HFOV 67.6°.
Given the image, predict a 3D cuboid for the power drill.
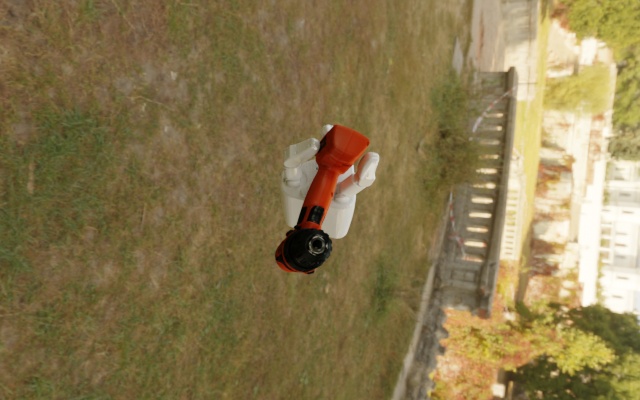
[{"bbox_3d":[0.000,0.002,0.603,0.057,0.187,0.184,26,-15,-9],"label":"power drill"}]
